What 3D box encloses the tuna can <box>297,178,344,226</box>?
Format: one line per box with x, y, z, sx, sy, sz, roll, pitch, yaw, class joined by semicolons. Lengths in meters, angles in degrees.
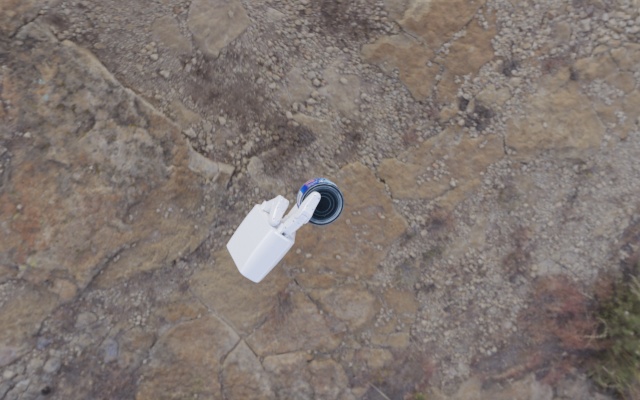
0.000;0.003;0.888;0.086;0.086;0.033;0;18;-14;tuna can
